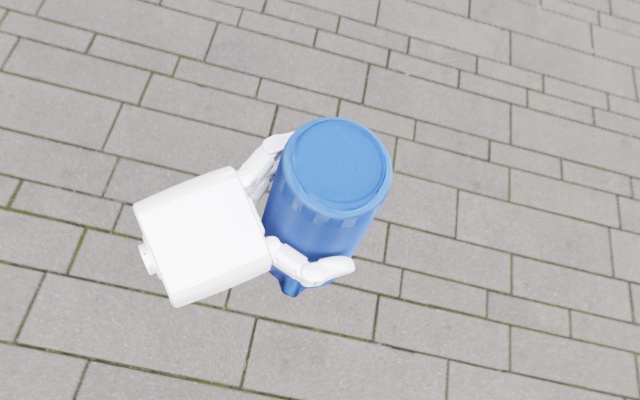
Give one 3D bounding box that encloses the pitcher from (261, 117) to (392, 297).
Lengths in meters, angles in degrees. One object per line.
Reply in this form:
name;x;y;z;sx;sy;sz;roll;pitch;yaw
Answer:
pitcher;0.000;0.002;0.556;0.145;0.149;0.243;-23;-17;-19
